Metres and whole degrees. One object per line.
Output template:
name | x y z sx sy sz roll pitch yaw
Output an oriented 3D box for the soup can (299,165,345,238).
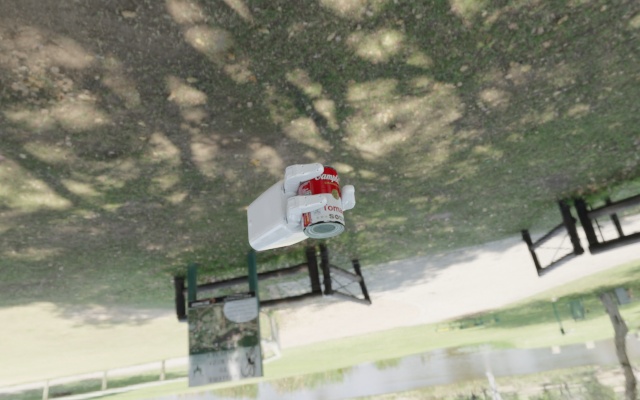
soup can | 0.001 0.003 0.775 0.068 0.102 0.068 -6 -25 -3
